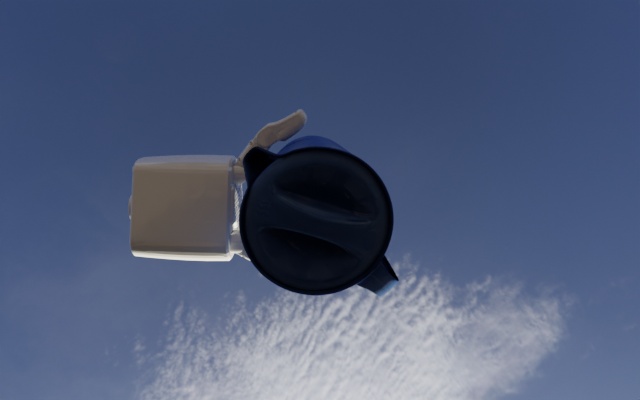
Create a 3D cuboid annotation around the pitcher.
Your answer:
[{"bbox_3d":[0.000,0.002,0.520,0.145,0.149,0.242,-1,13,-1],"label":"pitcher"}]
